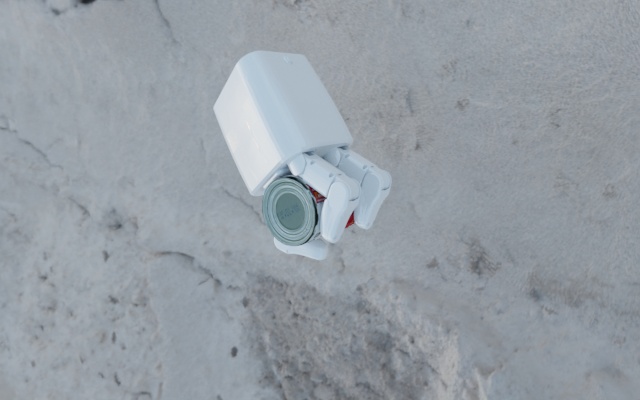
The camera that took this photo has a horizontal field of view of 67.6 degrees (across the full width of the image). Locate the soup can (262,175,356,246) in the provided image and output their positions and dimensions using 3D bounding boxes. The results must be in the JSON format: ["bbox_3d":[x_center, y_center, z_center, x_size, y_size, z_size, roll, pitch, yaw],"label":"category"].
[{"bbox_3d":[0.000,0.002,0.477,0.068,0.068,0.102,0,10,38],"label":"soup can"}]
